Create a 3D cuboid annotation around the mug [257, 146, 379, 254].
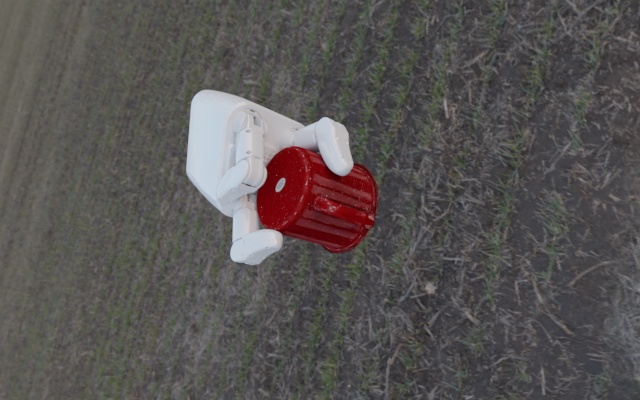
[{"bbox_3d":[0.001,0.002,0.441,0.081,0.093,0.117,17,7,-38],"label":"mug"}]
